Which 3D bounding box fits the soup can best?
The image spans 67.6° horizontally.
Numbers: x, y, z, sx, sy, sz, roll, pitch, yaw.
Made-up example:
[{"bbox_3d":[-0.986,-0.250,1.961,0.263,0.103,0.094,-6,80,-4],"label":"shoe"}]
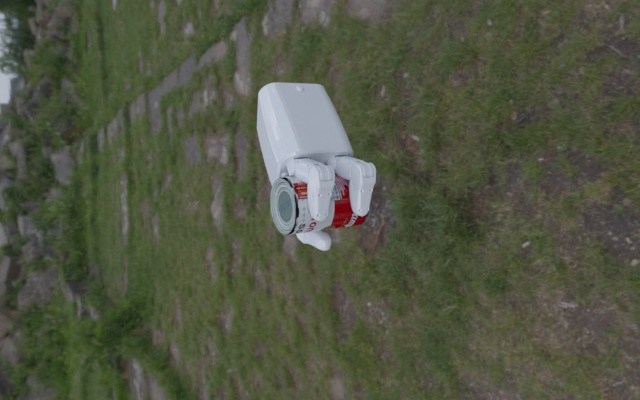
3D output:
[{"bbox_3d":[0.000,0.002,0.566,0.102,0.068,0.068,-6,3,-30],"label":"soup can"}]
